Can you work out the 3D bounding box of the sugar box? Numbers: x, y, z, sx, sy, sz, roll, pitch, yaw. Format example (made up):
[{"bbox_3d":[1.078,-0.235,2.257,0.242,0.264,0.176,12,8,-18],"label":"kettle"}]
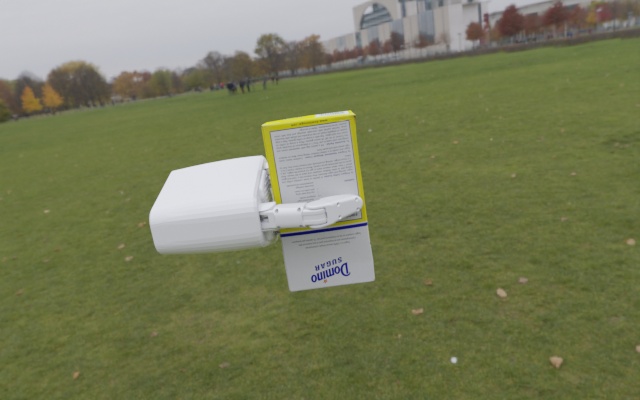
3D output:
[{"bbox_3d":[0.000,0.001,0.496,0.093,0.176,0.048,-7,15,2],"label":"sugar box"}]
